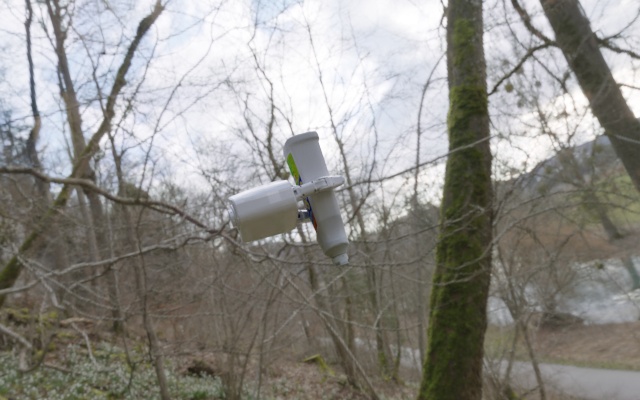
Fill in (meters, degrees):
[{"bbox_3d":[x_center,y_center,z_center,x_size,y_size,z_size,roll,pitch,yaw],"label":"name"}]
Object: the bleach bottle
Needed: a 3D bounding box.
[{"bbox_3d":[0.000,0.003,0.900,0.068,0.250,0.102,-17,-11,-14],"label":"bleach bottle"}]
